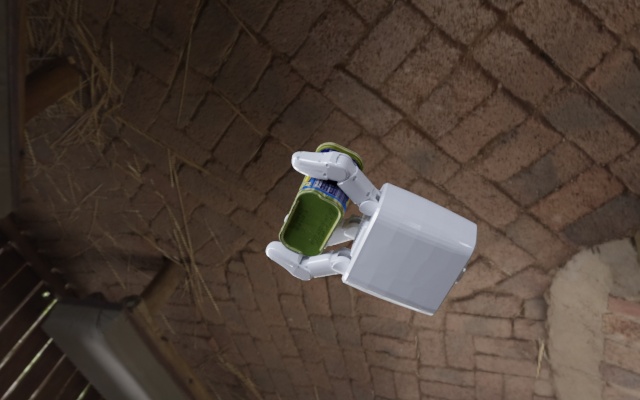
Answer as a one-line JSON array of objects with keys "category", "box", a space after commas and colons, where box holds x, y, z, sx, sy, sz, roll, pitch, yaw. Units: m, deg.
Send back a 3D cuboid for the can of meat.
[{"category": "can of meat", "box": [0.000, 0.002, 0.527, 0.057, 0.102, 0.084, 25, 44, -2]}]
